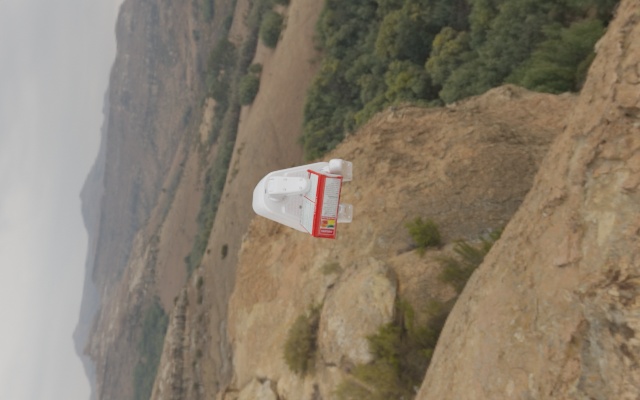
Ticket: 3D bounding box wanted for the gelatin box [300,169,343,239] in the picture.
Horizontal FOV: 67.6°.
[{"bbox_3d":[0.000,0.002,0.578,0.030,0.073,0.089,6,6,-12],"label":"gelatin box"}]
